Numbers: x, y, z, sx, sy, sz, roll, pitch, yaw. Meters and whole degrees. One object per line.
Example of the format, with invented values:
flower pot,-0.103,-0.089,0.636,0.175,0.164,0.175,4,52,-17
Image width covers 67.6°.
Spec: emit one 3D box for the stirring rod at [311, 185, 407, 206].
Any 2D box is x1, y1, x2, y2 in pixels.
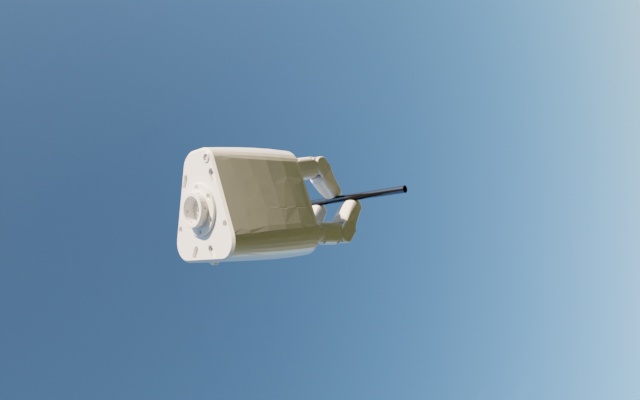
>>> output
stirring rod,0.000,0.002,0.577,0.239,0.011,0.011,-9,-6,42
